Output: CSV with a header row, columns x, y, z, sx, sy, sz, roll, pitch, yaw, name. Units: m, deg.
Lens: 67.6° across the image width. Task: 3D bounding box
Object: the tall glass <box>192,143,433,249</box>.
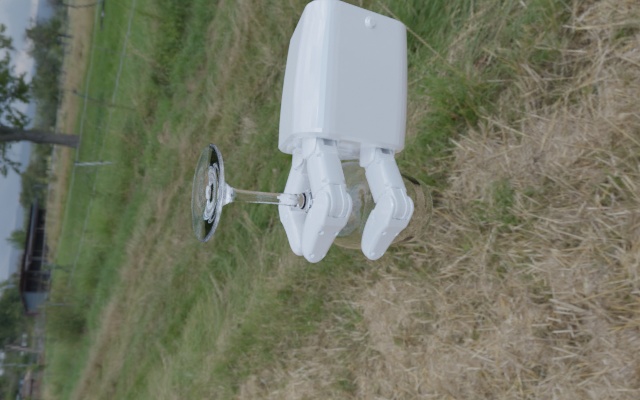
x,y,z,sx,sy,sz,roll,pitch,yaw,name
-0.001,0.001,0.406,0.201,0.079,0.079,5,-3,-30,tall glass
